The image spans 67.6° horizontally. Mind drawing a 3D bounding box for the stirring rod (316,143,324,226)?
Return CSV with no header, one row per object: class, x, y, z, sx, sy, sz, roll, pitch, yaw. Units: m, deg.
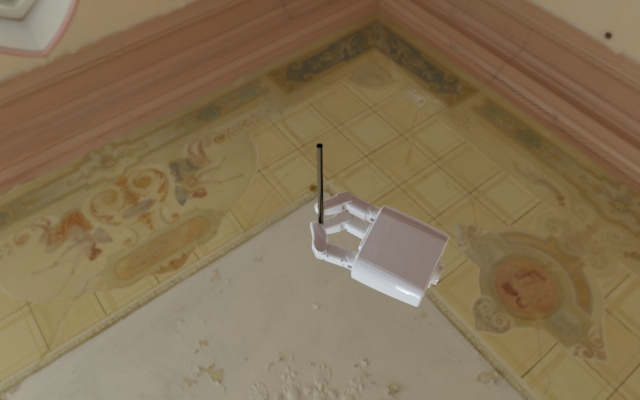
stirring rod,0.000,0.002,0.684,0.011,0.011,0.240,0,-35,1
